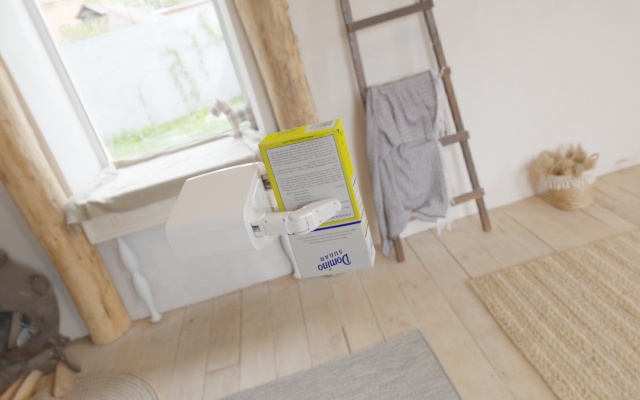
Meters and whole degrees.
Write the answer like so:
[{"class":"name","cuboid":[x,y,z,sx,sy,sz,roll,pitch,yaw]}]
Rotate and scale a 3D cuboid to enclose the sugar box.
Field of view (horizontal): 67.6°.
[{"class":"sugar box","cuboid":[0.000,0.002,0.558,0.093,0.176,0.048,-10,24,14]}]
